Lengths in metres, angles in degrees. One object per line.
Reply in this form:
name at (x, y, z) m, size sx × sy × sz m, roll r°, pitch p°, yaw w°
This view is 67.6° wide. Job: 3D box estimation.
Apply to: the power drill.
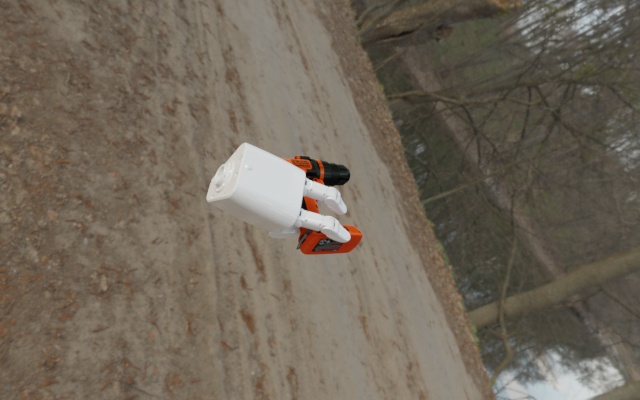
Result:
power drill at (0.000, 0.003, 0.822) m, size 0.184 × 0.187 × 0.057 m, roll 0°, pitch -42°, yaw -33°
